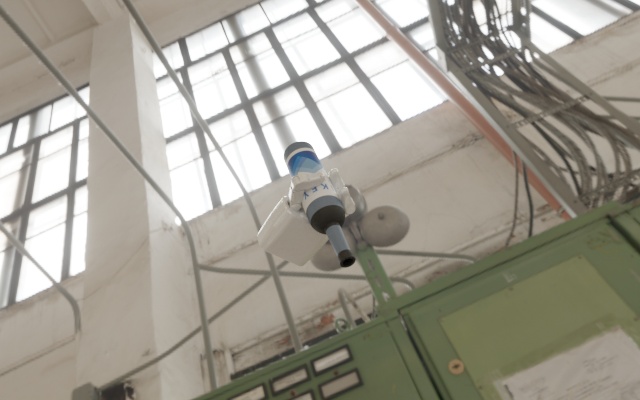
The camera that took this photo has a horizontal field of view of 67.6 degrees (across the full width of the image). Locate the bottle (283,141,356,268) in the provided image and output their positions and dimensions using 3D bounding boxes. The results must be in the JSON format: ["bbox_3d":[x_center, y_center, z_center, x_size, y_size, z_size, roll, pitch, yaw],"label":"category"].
[{"bbox_3d":[0.000,0.003,0.877,0.069,0.069,0.295,0,42,-24],"label":"bottle"}]
